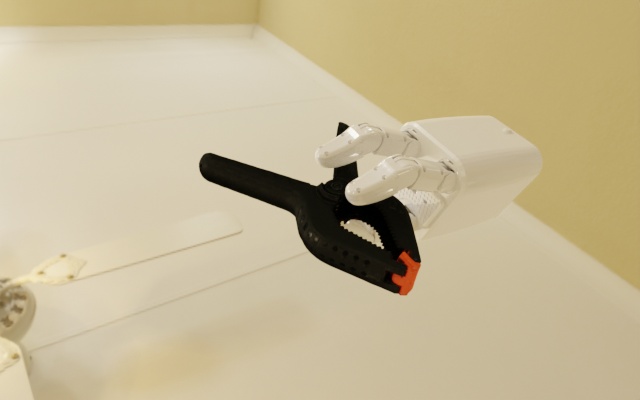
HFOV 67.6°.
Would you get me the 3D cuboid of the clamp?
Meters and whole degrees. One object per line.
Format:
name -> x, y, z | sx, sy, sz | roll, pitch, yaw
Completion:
clamp -> 0.000, 0.002, 0.406 | 0.164, 0.036, 0.210 | -14, 44, -24
